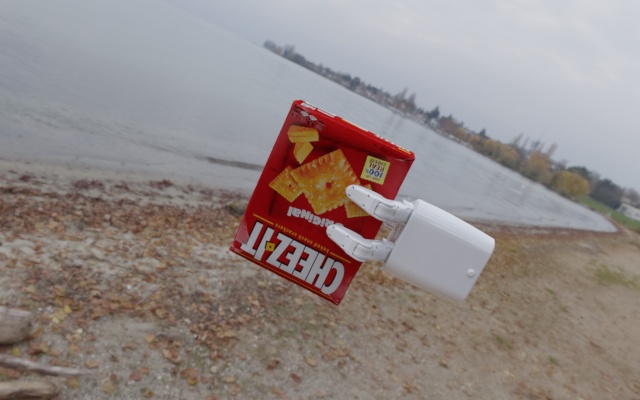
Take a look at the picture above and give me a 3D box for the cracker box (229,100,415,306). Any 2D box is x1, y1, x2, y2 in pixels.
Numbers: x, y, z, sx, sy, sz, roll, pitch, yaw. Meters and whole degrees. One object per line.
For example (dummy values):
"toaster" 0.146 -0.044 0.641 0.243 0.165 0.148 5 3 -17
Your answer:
"cracker box" 0.000 0.002 0.613 0.164 0.214 0.072 26 14 4
